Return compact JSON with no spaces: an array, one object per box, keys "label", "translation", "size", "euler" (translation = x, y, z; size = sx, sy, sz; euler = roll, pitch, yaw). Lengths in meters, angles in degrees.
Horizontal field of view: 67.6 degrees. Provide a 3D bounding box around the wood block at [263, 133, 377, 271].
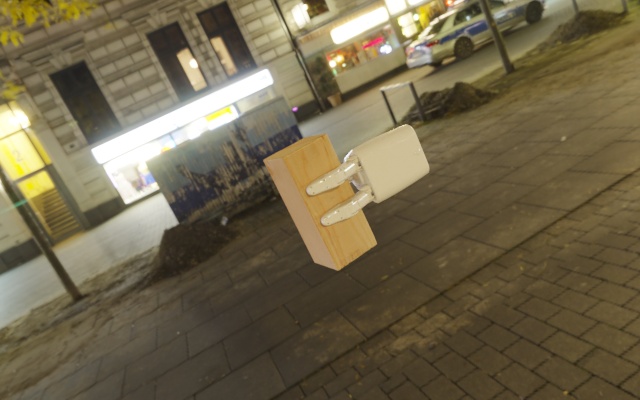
[{"label":"wood block","translation":[0.000,0.002,0.804],"size":[0.090,0.206,0.091],"euler":[-31,15,-22]}]
